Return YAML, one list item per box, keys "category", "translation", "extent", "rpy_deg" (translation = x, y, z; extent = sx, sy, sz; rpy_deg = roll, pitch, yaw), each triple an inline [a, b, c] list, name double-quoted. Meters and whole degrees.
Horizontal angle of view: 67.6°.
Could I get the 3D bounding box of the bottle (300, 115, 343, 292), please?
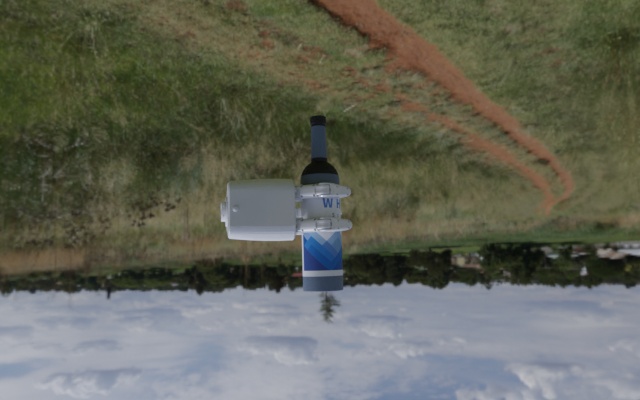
- category: "bottle"
  translation: [0.000, 0.003, 0.806]
  extent: [0.069, 0.295, 0.069]
  rpy_deg: [-2, -7, 0]
